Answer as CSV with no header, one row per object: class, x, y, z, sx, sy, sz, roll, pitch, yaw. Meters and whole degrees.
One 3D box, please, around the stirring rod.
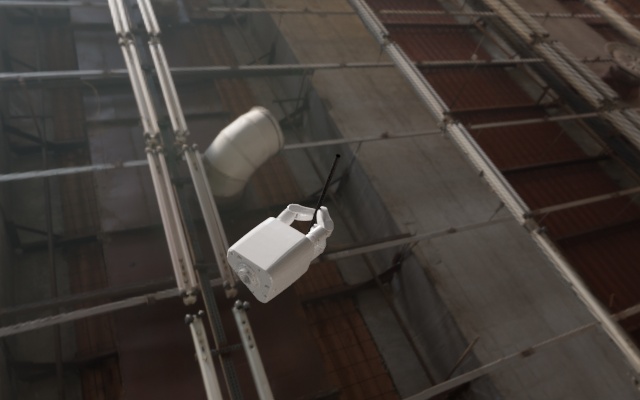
stirring rod,0.000,0.003,0.878,0.011,0.011,0.240,0,-40,-18
